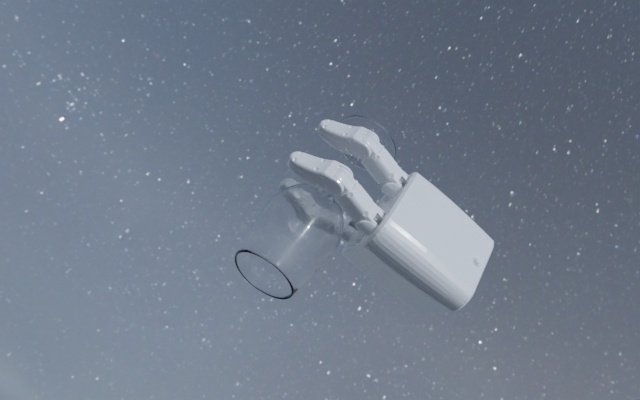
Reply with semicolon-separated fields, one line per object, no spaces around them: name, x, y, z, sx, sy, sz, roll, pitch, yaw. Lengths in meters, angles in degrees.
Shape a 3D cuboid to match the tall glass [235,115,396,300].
tall glass;0.000;0.001;0.471;0.079;0.079;0.201;0;40;41
